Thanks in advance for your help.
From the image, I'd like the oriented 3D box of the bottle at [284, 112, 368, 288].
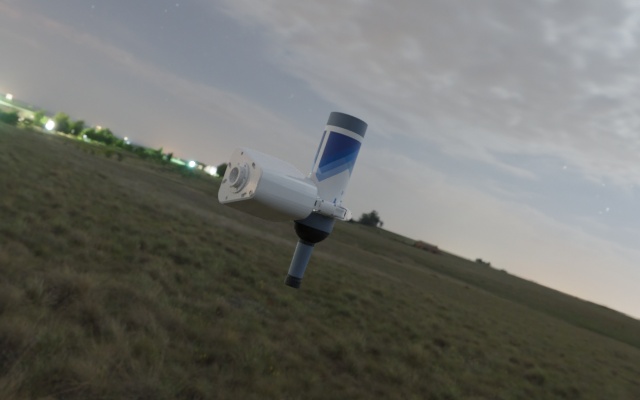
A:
[{"bbox_3d":[0.000,0.002,0.796,0.069,0.295,0.069,19,-1,0],"label":"bottle"}]
